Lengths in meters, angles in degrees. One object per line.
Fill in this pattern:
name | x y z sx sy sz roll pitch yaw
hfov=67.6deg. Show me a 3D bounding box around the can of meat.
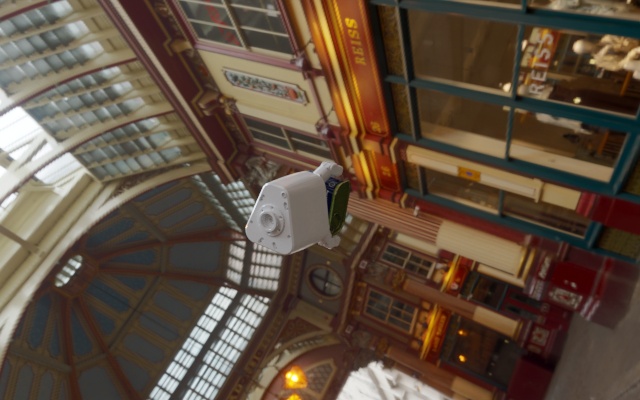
can of meat | 0.000 0.003 0.860 0.084 0.102 0.057 19 24 25
